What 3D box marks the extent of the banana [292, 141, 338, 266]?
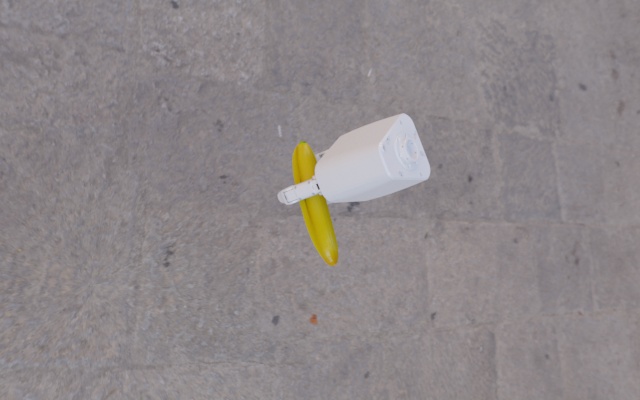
[{"bbox_3d":[-0.007,-0.003,0.690,0.037,0.197,0.069,-16,-11,19],"label":"banana"}]
